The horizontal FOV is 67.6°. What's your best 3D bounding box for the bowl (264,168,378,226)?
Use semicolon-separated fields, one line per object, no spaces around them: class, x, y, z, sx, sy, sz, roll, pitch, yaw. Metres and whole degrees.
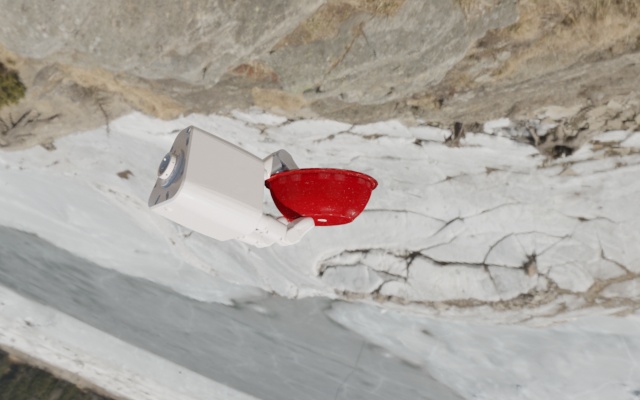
bowl;0.001;0.003;0.672;0.162;0.055;0.162;0;-13;0
